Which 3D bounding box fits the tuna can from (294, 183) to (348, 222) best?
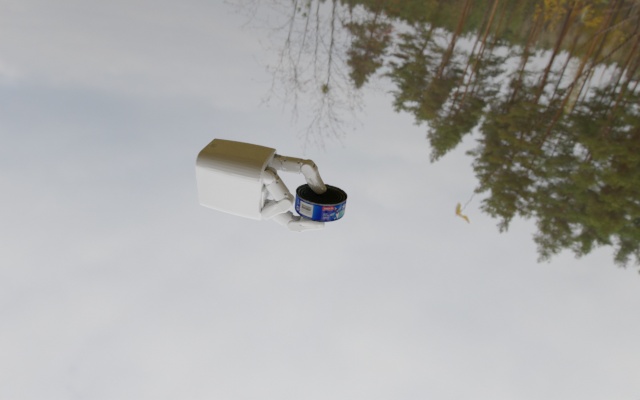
[{"bbox_3d":[0.000,0.003,0.787,0.086,0.034,0.086,6,24,-3],"label":"tuna can"}]
